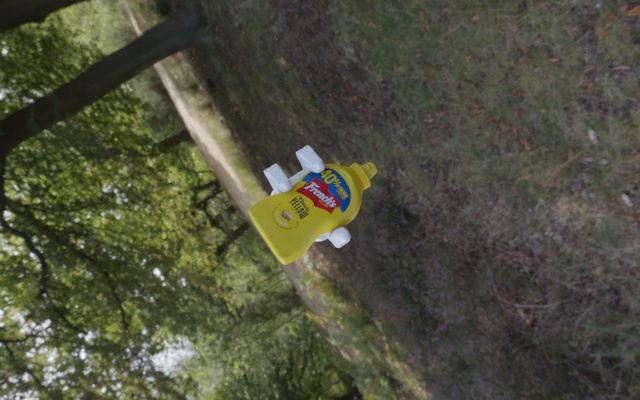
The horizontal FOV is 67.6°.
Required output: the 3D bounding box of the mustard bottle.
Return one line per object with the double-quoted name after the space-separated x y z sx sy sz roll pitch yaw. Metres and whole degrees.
0.000 0.002 0.688 0.191 0.096 0.058 -33 -23 -10 "mustard bottle"
